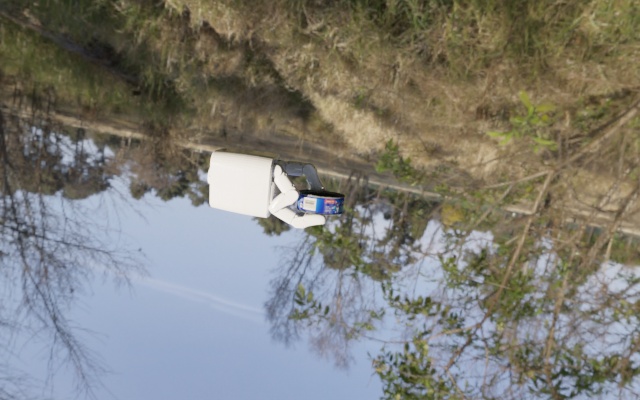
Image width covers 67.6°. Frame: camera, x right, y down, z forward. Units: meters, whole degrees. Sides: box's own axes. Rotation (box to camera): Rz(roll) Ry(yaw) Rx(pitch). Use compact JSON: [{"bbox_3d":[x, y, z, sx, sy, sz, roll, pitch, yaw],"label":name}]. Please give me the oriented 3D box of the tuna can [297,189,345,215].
[{"bbox_3d":[0.000,0.003,0.868,0.086,0.034,0.086,6,8,-1],"label":"tuna can"}]
